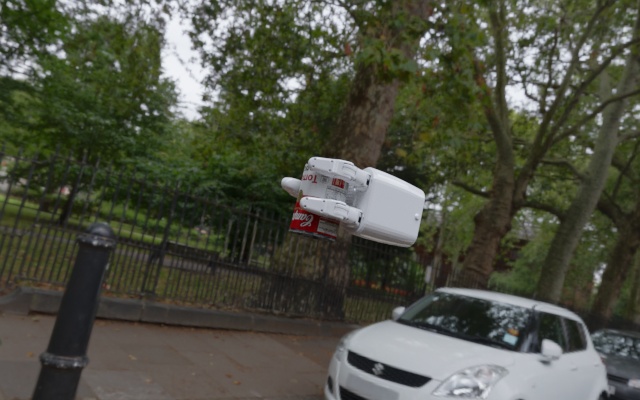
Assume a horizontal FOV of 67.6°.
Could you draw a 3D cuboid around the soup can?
[{"bbox_3d":[0.000,0.002,0.674,0.068,0.102,0.068,13,-8,2],"label":"soup can"}]
